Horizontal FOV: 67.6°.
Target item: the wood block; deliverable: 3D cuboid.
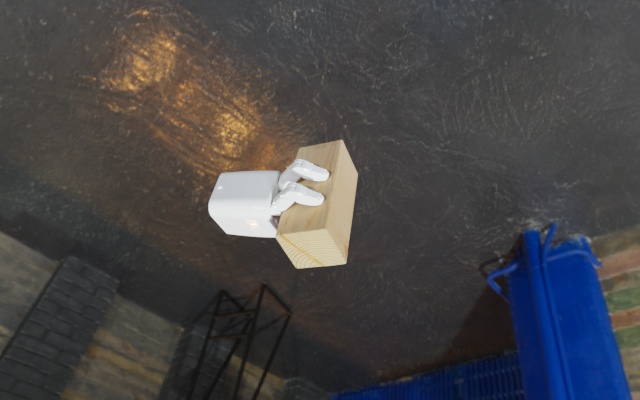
[{"bbox_3d":[0.000,0.003,0.812,0.090,0.206,0.091,-9,-46,21],"label":"wood block"}]
